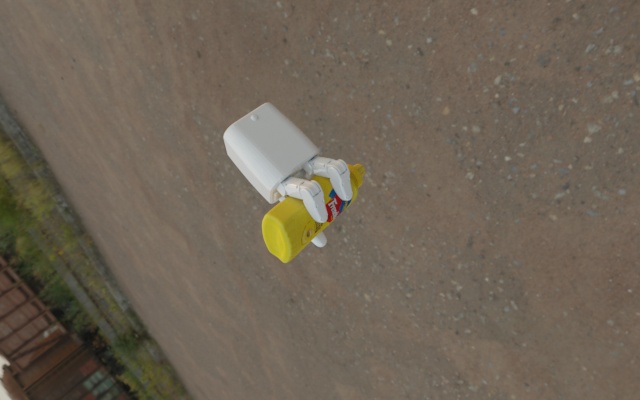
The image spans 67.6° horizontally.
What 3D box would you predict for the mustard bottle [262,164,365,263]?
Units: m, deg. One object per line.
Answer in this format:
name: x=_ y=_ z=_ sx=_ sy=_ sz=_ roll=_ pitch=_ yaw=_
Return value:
mustard bottle: x=0.000 y=0.003 z=0.703 sx=0.058 sy=0.096 sz=0.191 roll=33 pitch=56 yaw=26
